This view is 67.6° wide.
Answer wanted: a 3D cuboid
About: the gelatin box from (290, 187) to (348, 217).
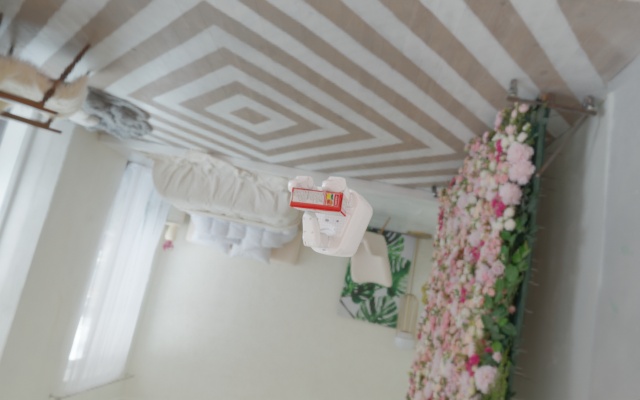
[{"bbox_3d":[0.000,0.003,0.700,0.073,0.030,0.089,7,-5,9],"label":"gelatin box"}]
